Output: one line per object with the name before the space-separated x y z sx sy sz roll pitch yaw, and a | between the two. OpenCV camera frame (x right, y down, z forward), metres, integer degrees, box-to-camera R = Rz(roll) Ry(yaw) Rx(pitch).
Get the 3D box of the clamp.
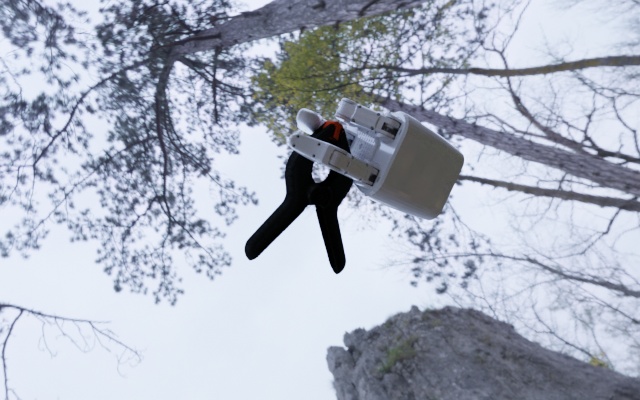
clamp | 0.000 0.001 0.525 0.120 0.171 0.039 22 4 -33
